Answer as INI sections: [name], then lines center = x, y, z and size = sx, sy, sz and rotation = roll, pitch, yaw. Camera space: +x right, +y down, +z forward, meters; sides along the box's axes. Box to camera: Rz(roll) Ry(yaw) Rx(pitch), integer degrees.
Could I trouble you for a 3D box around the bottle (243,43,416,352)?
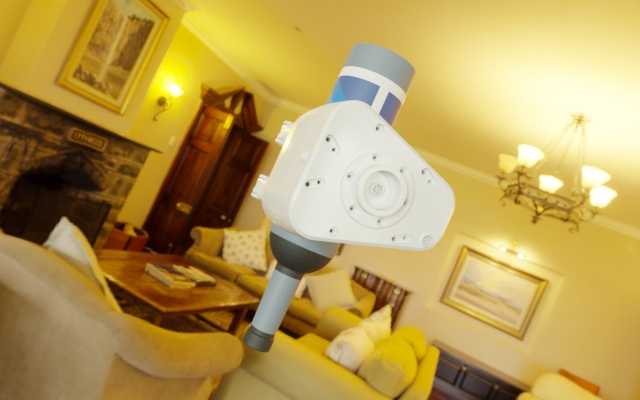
[bottle]
center = 0.000, 0.001, 0.450
size = 0.069, 0.295, 0.069
rotation = 24, -2, 1
